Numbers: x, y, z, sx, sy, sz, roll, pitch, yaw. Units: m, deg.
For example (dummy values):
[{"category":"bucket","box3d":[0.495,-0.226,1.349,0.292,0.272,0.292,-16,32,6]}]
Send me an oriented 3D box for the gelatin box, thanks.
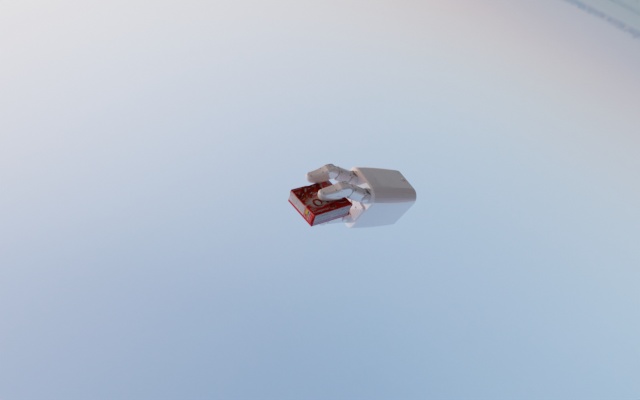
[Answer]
[{"category":"gelatin box","box3d":[0.000,0.003,0.836,0.089,0.030,0.073,-16,49,-36]}]
